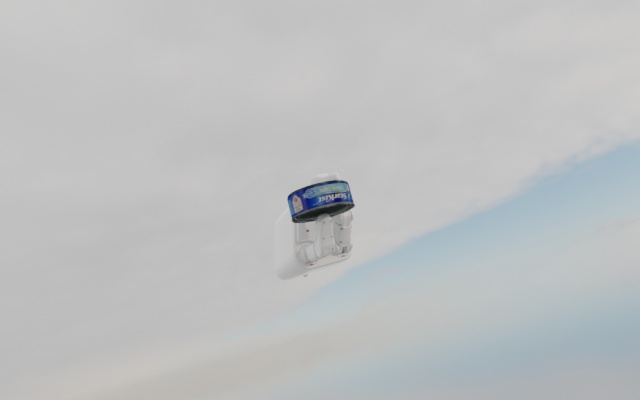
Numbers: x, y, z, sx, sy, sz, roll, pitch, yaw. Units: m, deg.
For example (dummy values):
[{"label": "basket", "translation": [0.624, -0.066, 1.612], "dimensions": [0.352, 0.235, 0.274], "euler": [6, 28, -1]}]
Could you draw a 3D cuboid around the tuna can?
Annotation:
[{"label": "tuna can", "translation": [0.000, 0.001, 0.629], "dimensions": [0.086, 0.033, 0.086], "euler": [-14, -11, -3]}]
